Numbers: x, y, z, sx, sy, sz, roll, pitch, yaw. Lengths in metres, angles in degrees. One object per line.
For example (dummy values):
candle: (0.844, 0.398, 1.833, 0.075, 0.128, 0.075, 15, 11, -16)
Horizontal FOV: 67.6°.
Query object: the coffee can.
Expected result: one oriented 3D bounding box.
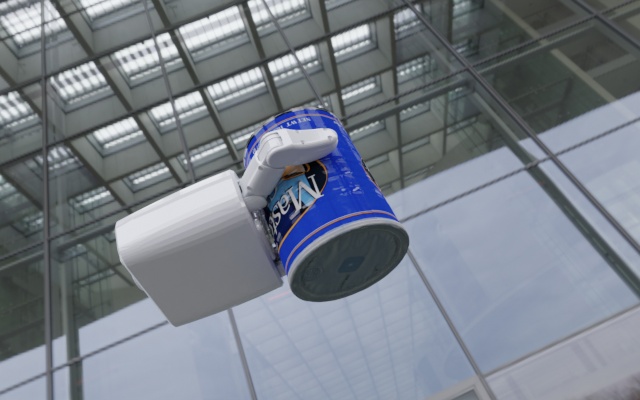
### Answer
coffee can: (0.000, 0.001, 0.418, 0.103, 0.140, 0.103, -16, -37, -13)
